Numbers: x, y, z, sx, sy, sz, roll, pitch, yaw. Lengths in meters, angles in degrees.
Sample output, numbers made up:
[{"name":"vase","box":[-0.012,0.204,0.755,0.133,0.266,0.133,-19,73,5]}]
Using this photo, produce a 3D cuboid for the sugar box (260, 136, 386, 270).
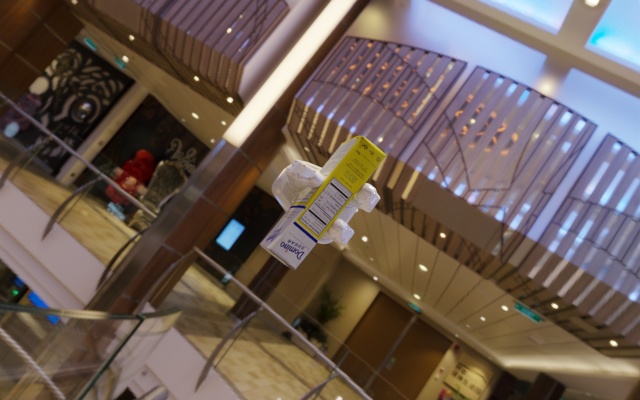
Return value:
[{"name":"sugar box","box":[0.001,0.002,0.594,0.048,0.176,0.093,38,-9,-10]}]
